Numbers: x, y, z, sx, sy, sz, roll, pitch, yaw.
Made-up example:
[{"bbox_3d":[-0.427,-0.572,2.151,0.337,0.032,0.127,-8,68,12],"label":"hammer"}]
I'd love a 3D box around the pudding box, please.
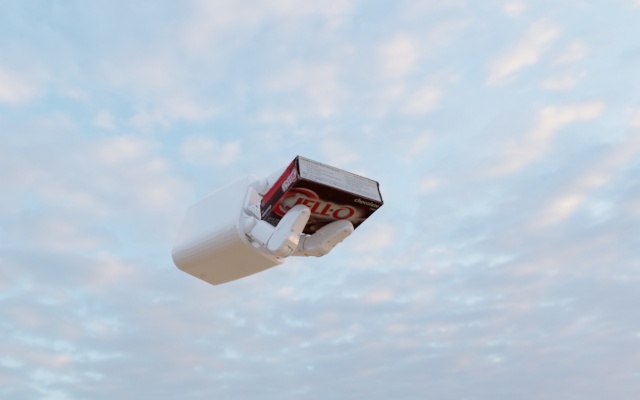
[{"bbox_3d":[0.000,0.002,0.544,0.113,0.039,0.090,14,-40,-29],"label":"pudding box"}]
